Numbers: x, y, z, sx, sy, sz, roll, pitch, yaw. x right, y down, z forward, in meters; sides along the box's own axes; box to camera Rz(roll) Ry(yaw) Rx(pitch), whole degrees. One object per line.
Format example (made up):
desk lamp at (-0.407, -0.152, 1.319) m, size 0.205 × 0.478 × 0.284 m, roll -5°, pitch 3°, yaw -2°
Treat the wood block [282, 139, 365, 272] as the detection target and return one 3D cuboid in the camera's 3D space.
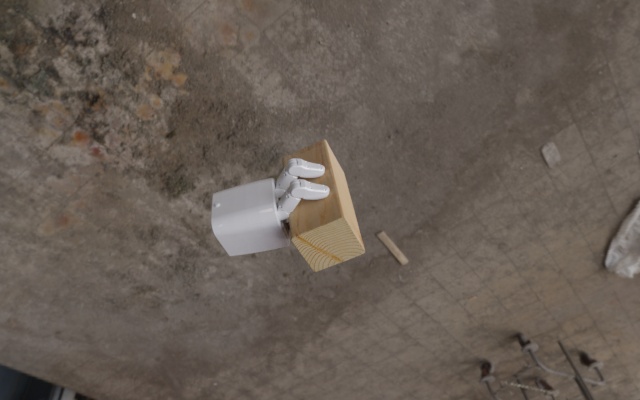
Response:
wood block at (0.000, 0.003, 0.798) m, size 0.090 × 0.091 × 0.206 m, roll -23°, pitch 40°, yaw 10°
